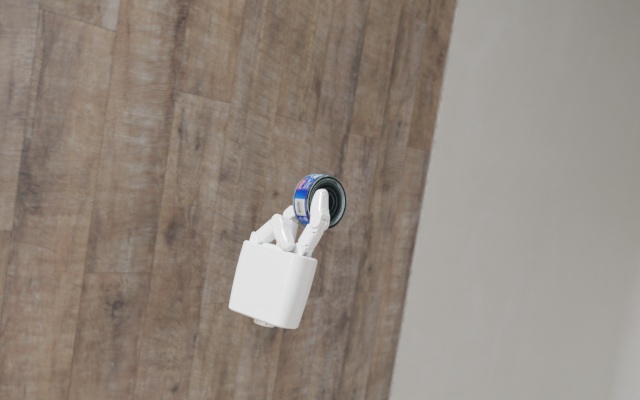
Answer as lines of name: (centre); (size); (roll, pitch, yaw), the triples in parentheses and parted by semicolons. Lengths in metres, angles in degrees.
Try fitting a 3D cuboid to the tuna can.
tuna can: (0.001, 0.002, 0.735); (0.086, 0.086, 0.034); (0, 3, -43)
